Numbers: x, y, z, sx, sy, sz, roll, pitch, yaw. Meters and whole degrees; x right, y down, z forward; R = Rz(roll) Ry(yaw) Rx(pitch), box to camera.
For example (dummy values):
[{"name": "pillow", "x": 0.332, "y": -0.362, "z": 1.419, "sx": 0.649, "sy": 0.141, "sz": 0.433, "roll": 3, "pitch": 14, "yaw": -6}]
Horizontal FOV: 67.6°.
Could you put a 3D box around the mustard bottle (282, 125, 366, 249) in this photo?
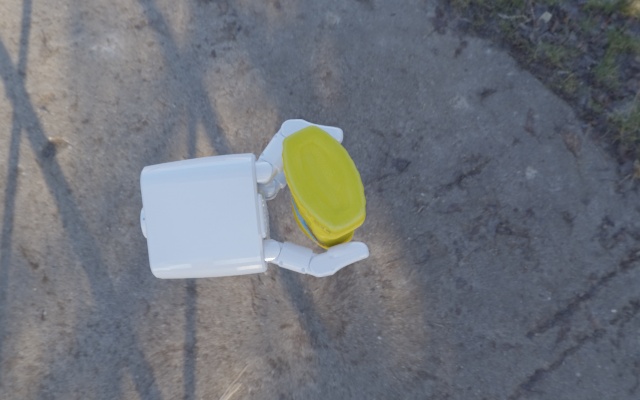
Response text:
[{"name": "mustard bottle", "x": 0.000, "y": 0.001, "z": 0.484, "sx": 0.058, "sy": 0.096, "sz": 0.192, "roll": -29, "pitch": -11, "yaw": -8}]
